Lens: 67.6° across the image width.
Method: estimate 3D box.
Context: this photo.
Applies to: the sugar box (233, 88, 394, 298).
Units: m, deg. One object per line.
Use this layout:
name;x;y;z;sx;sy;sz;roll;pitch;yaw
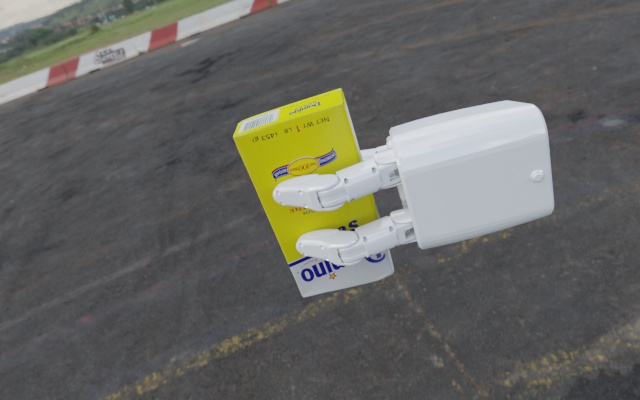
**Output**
sugar box;0.000;0.002;0.421;0.093;0.176;0.048;-16;27;9
